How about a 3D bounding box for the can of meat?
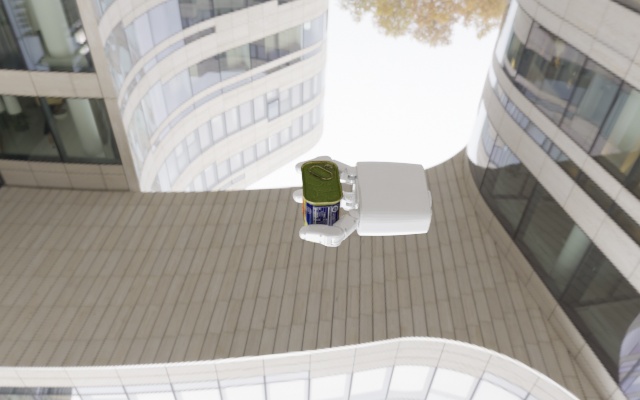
[{"bbox_3d":[0.000,0.003,0.724,0.057,0.084,0.102,-2,40,-5],"label":"can of meat"}]
